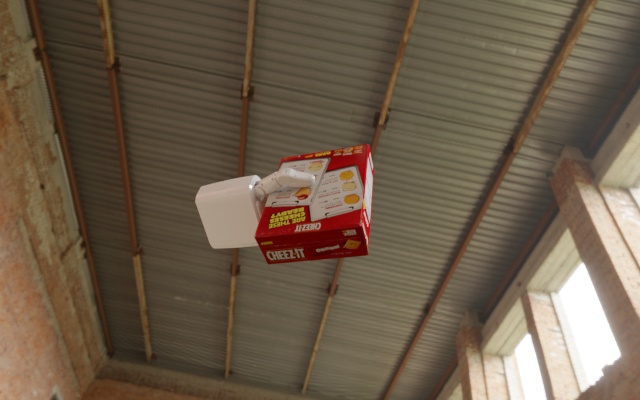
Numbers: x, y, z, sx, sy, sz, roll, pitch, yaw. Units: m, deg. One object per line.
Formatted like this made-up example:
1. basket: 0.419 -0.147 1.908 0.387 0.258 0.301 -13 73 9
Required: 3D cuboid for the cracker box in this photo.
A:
1. cracker box: 0.000 0.002 0.782 0.164 0.072 0.213 -7 38 15
